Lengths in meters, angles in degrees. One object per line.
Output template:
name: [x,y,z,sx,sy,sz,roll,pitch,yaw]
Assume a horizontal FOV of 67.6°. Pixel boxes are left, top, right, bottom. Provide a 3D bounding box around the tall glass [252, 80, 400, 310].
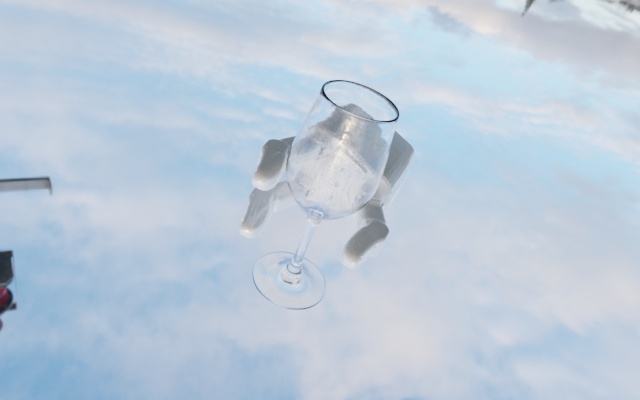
tall glass: [0.000,0.002,0.410,0.079,0.201,0.079,14,36,-11]
